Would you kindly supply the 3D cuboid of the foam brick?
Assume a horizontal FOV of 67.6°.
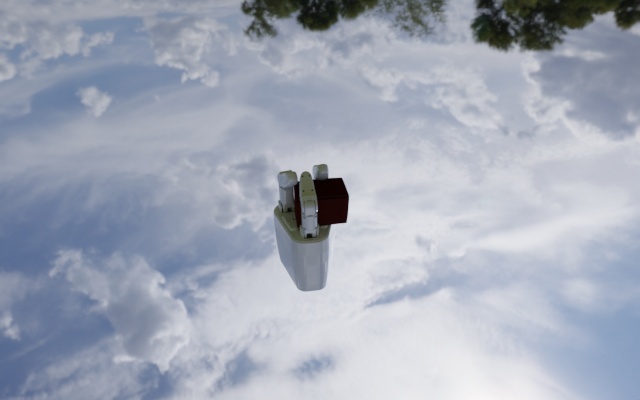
[{"bbox_3d":[0.000,0.002,0.718,0.078,0.051,0.053,-5,35,-6],"label":"foam brick"}]
